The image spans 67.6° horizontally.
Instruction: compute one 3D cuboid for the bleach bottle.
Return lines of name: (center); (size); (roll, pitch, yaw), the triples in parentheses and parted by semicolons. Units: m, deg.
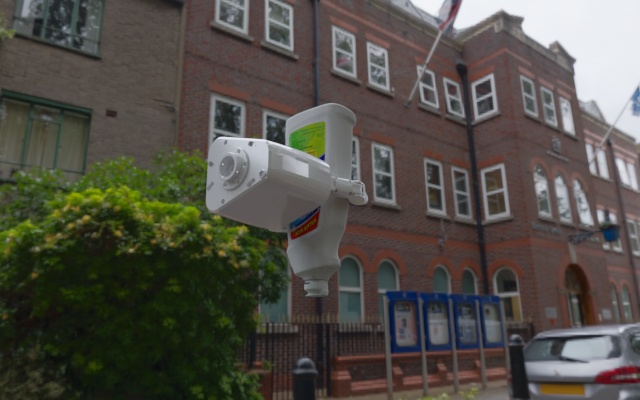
bleach bottle: (0.000, 0.002, 0.649); (0.102, 0.250, 0.068); (-12, -19, 36)
